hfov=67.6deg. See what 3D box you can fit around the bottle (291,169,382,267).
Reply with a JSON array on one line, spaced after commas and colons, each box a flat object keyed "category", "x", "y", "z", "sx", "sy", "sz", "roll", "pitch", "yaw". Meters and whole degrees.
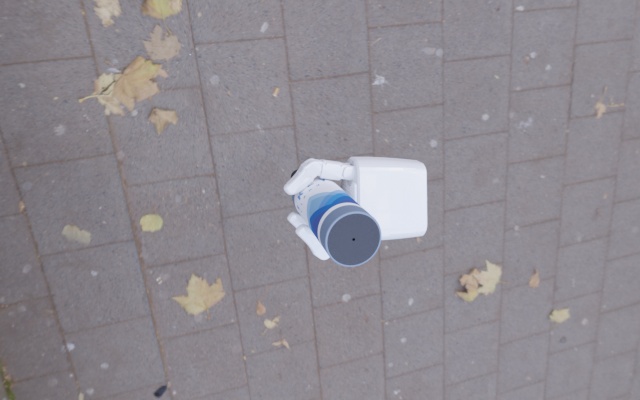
[{"category": "bottle", "x": 0.000, "y": 0.002, "z": 0.666, "sx": 0.069, "sy": 0.069, "sz": 0.295, "roll": 0, "pitch": 16, "yaw": -15}]
